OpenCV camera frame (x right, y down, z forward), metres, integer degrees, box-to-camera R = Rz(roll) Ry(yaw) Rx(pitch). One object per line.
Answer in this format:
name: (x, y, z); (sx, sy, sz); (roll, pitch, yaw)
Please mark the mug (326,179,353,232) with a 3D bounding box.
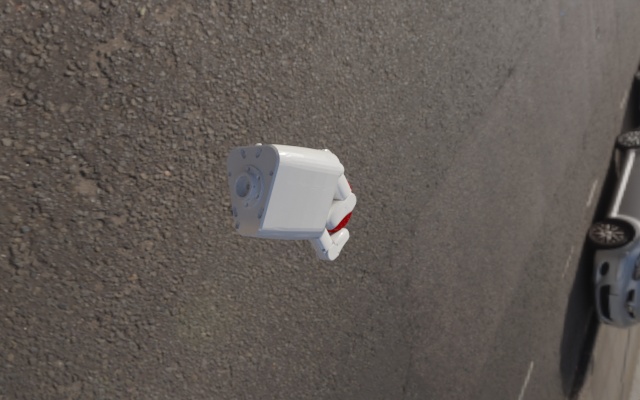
mug: (0.001, 0.002, 0.683); (0.081, 0.093, 0.117); (2, 0, 41)
